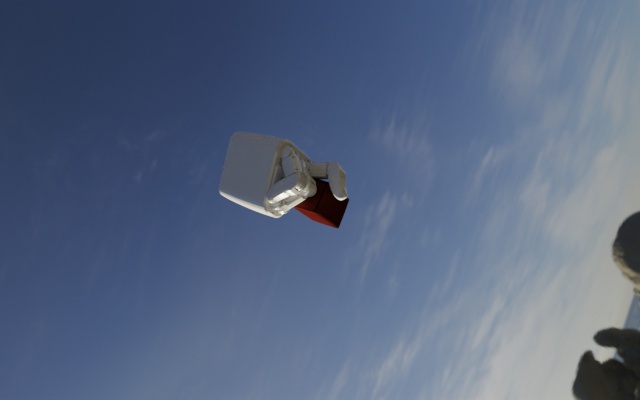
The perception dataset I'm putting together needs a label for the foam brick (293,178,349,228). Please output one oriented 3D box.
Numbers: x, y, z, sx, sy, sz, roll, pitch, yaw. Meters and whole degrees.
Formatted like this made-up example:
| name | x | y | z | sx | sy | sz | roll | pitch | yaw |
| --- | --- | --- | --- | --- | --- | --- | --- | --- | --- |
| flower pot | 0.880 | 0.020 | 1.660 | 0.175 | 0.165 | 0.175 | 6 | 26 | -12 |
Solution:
| name | x | y | z | sx | sy | sz | roll | pitch | yaw |
| --- | --- | --- | --- | --- | --- | --- | --- | --- | --- |
| foam brick | 0.000 | 0.003 | 0.744 | 0.051 | 0.053 | 0.078 | 15 | -13 | 34 |
